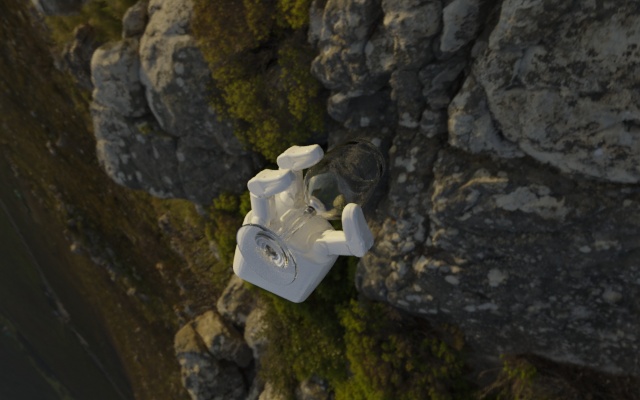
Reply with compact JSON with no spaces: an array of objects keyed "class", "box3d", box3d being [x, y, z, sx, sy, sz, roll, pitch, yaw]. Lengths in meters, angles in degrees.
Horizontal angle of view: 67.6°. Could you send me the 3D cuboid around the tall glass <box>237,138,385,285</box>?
[{"class":"tall glass","box3d":[0.000,0.002,0.531,0.079,0.079,0.201,0,32,40]}]
